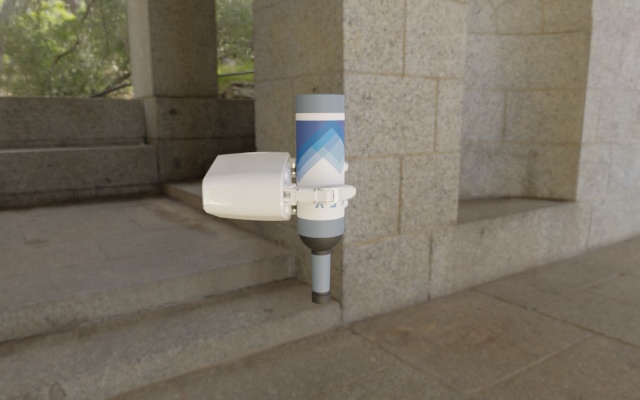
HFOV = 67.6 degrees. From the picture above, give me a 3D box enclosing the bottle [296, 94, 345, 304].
[{"bbox_3d":[0.000,0.002,0.672,0.069,0.296,0.069,0,10,0],"label":"bottle"}]
